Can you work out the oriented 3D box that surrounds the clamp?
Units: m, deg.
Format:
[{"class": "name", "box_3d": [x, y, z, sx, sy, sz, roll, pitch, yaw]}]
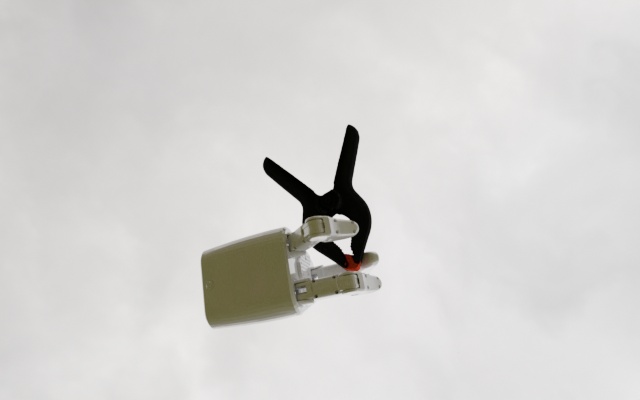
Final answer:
[{"class": "clamp", "box_3d": [0.000, 0.002, 0.549, 0.120, 0.171, 0.039, -15, -20, 12]}]
